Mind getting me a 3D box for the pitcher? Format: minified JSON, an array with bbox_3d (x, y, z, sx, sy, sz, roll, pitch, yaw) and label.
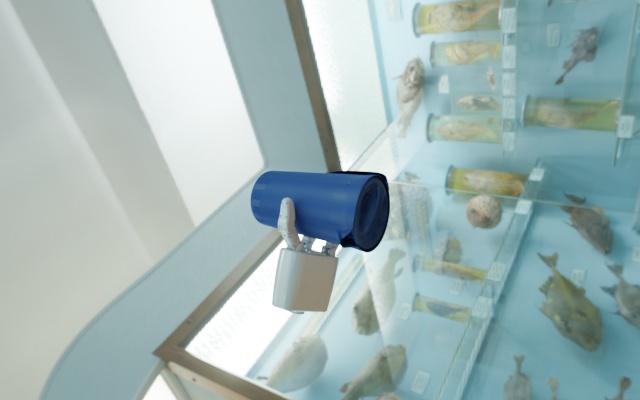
[{"bbox_3d":[0.000,0.003,0.876,0.243,0.145,0.149,9,-1,33],"label":"pitcher"}]
